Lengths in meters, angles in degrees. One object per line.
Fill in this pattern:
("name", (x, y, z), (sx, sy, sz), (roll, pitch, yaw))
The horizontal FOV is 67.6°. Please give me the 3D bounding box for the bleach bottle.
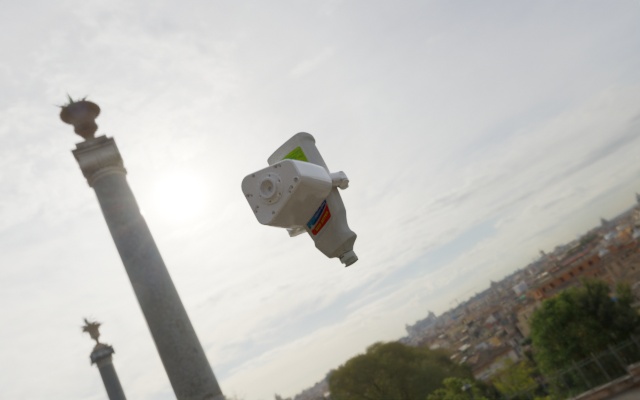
("bleach bottle", (0.000, 0.003, 0.870), (0.102, 0.250, 0.068), (-37, -19, 19))
